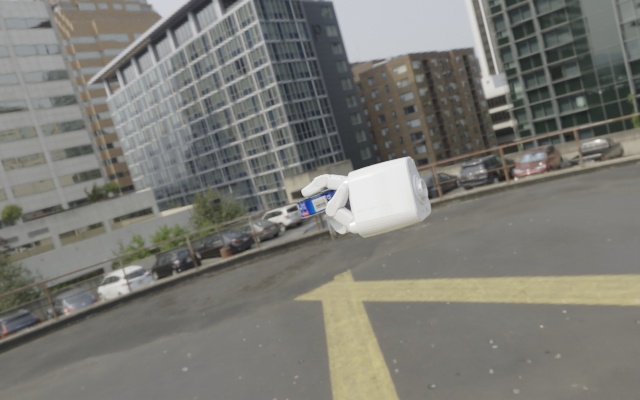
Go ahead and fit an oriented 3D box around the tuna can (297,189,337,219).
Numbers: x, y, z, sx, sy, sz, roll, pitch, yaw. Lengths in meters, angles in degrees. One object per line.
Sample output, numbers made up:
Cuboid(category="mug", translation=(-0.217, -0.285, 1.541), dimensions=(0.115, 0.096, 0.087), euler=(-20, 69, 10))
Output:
Cuboid(category="tuna can", translation=(0.000, 0.002, 0.878), dimensions=(0.086, 0.034, 0.086), euler=(-21, 3, 1))
